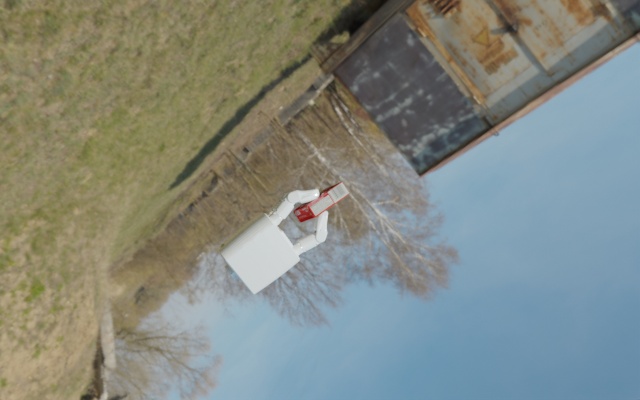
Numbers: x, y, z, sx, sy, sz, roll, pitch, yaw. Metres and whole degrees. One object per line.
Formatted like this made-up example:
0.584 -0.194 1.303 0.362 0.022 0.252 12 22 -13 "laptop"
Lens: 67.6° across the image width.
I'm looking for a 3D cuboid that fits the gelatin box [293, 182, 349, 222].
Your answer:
0.001 0.003 0.897 0.089 0.030 0.073 -34 6 -24 "gelatin box"
